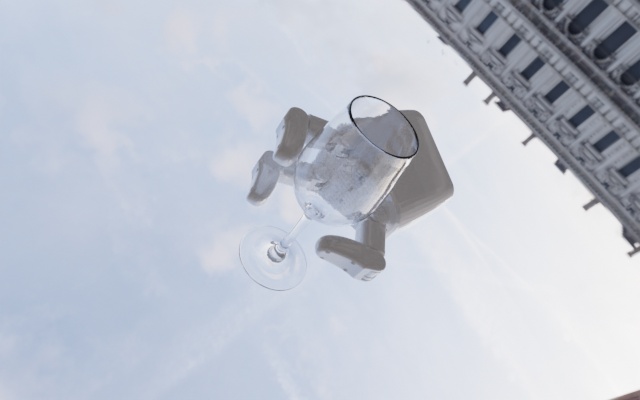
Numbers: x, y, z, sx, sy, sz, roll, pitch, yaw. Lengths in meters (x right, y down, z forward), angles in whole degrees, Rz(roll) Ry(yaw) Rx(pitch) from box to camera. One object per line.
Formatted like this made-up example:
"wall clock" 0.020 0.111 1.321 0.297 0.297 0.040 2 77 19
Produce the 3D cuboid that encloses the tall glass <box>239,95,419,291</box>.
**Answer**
"tall glass" 0.000 0.002 0.415 0.079 0.079 0.201 0 -34 -35
